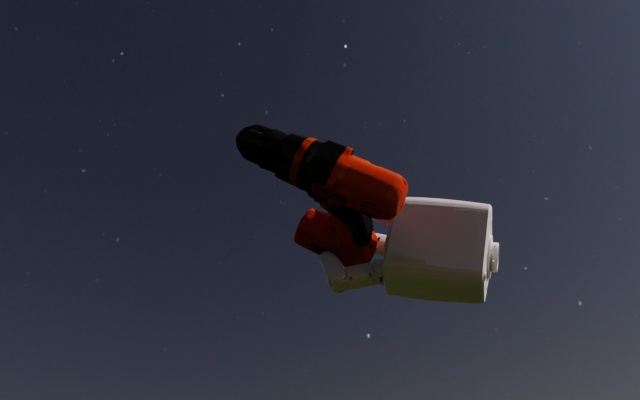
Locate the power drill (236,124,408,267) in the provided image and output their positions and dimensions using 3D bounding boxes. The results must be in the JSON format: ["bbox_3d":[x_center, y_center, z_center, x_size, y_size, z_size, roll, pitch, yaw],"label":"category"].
[{"bbox_3d":[0.000,0.002,0.534,0.184,0.057,0.188,24,-24,16],"label":"power drill"}]
